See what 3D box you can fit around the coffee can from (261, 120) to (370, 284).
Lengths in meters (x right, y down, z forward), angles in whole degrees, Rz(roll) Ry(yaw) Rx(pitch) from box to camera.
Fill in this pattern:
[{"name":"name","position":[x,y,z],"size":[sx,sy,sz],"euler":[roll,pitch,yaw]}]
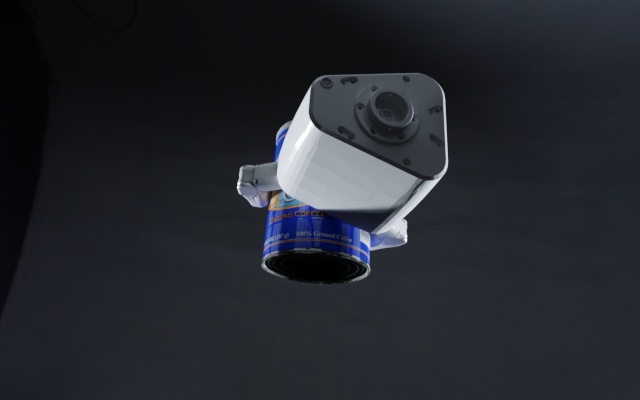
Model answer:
[{"name":"coffee can","position":[0.000,0.001,0.476],"size":[0.103,0.140,0.103],"euler":[3,-24,2]}]
